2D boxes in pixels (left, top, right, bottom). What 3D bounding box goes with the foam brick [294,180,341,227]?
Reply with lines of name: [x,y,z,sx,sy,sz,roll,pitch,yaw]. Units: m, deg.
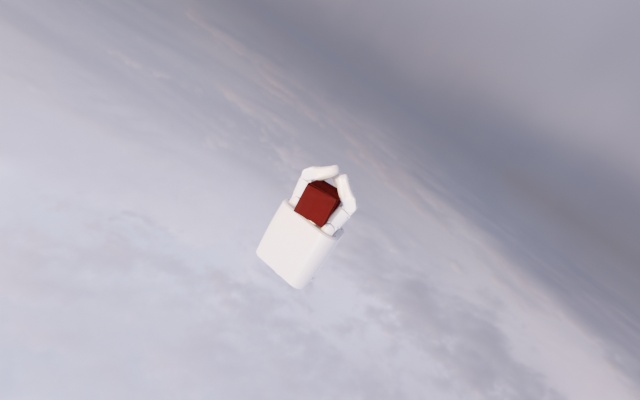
foam brick: [0.000,0.002,0.751,0.053,0.051,0.078,31,14,8]
